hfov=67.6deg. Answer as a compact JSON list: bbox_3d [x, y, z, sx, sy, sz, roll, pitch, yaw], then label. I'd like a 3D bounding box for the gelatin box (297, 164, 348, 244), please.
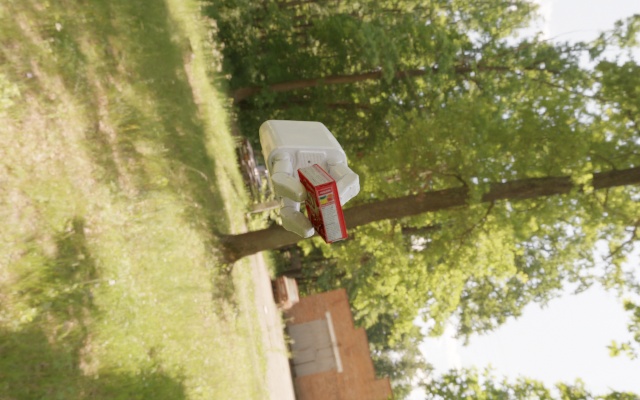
[{"bbox_3d":[0.001,0.002,0.582,0.030,0.073,0.089,-16,22,-11],"label":"gelatin box"}]
